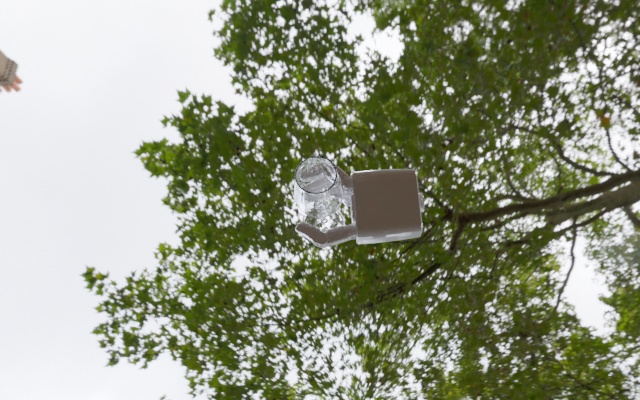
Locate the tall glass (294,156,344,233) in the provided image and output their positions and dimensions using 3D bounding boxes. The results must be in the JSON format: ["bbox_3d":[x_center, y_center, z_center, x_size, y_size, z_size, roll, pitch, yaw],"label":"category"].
[{"bbox_3d":[0.000,0.003,0.781,0.079,0.079,0.201,0,-24,5],"label":"tall glass"}]
